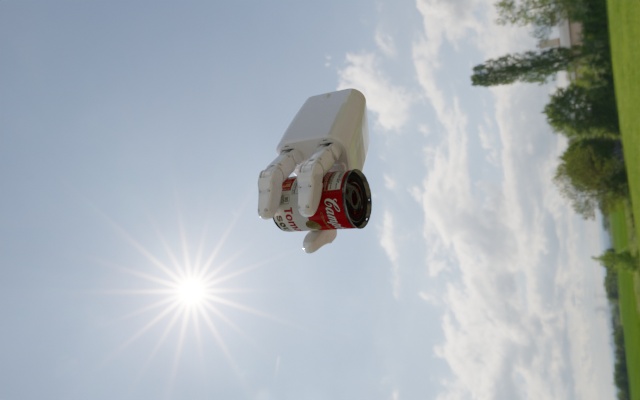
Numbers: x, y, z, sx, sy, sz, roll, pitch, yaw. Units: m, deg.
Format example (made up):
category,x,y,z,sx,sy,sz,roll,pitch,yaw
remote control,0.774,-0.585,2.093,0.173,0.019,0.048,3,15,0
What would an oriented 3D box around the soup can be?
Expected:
category,x,y,z,sx,sy,sz,roll,pitch,yaw
soup can,0.000,0.002,0.561,0.102,0.068,0.068,-5,-3,30
